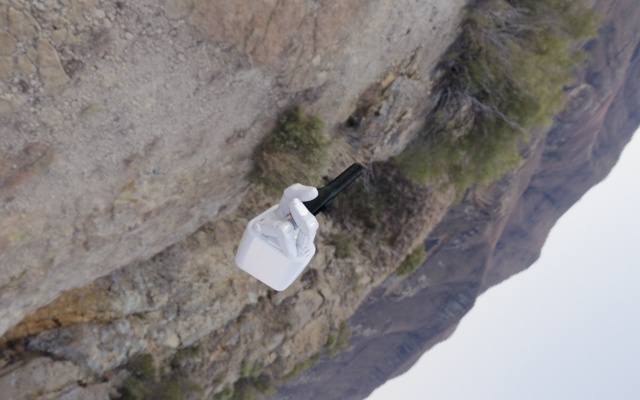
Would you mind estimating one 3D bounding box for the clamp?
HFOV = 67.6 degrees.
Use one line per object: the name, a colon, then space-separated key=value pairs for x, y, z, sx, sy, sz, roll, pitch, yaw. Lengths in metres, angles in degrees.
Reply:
clamp: x=0.001 y=0.003 z=0.832 sx=0.171 sy=0.039 sz=0.120 roll=-34 pitch=-17 yaw=-42
